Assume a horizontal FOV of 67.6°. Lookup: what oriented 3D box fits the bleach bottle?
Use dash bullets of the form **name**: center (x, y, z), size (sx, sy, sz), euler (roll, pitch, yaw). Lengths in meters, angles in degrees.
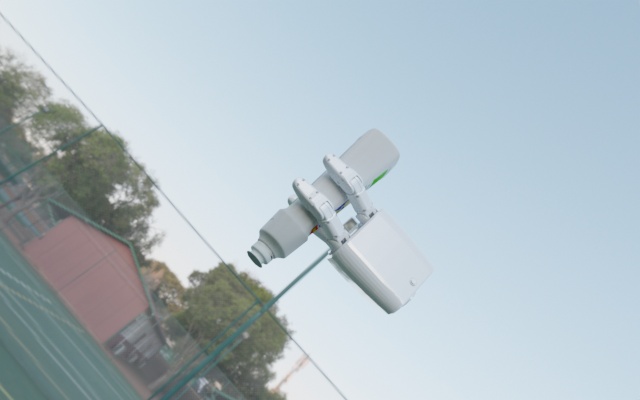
- **bleach bottle**: center (0.000, 0.002, 0.657), size (0.250, 0.068, 0.103), euler (-41, -4, -25)
